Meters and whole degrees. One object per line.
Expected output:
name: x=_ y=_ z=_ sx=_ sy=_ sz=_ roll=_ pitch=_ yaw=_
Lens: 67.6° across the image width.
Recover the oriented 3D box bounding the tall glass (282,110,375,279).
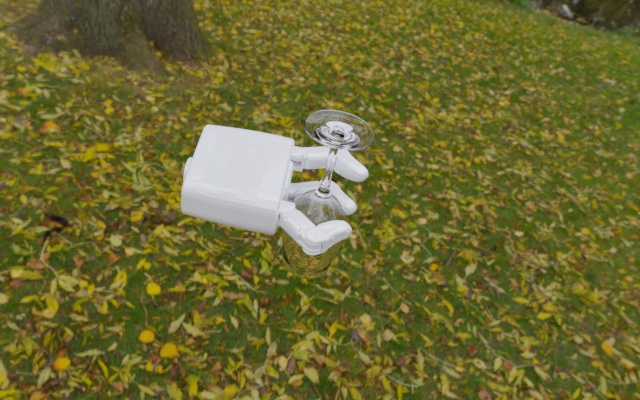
tall glass: x=0.000 y=0.001 z=0.550 sx=0.079 sy=0.201 sz=0.079 roll=8 pitch=39 yaw=-7
